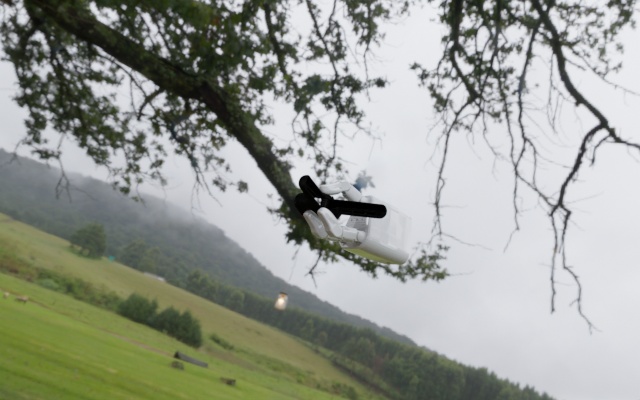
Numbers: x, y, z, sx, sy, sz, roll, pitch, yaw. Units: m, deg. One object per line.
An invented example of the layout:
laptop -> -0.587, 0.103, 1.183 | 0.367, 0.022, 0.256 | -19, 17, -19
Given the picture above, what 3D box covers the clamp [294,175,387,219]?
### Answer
clamp -> 0.000, 0.002, 0.875 | 0.164, 0.036, 0.210 | 24, -16, -24
